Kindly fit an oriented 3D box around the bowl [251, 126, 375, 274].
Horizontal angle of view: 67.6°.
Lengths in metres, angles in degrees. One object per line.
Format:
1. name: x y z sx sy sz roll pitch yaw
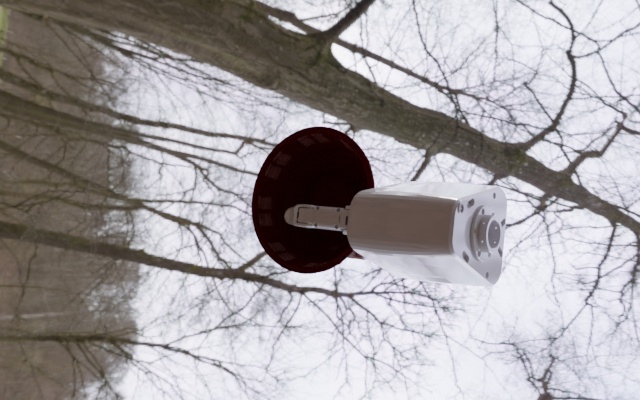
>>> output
1. bowl: -0.001 0.001 0.540 0.162 0.162 0.055 0 -8 33
